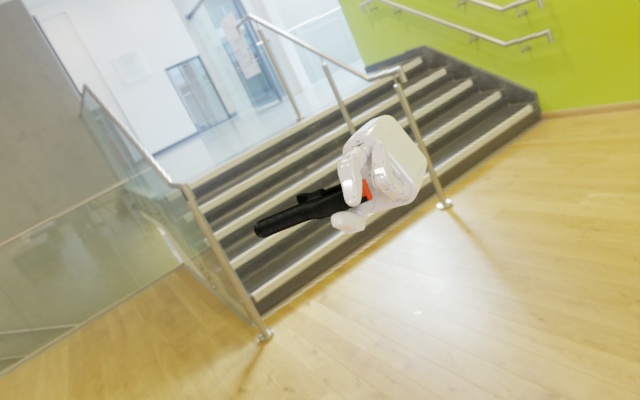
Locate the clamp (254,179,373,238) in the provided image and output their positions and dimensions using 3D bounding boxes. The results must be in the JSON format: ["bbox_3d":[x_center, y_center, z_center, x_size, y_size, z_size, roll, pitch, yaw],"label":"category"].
[{"bbox_3d":[0.000,0.002,0.659,0.171,0.039,0.120,-16,19,30],"label":"clamp"}]
